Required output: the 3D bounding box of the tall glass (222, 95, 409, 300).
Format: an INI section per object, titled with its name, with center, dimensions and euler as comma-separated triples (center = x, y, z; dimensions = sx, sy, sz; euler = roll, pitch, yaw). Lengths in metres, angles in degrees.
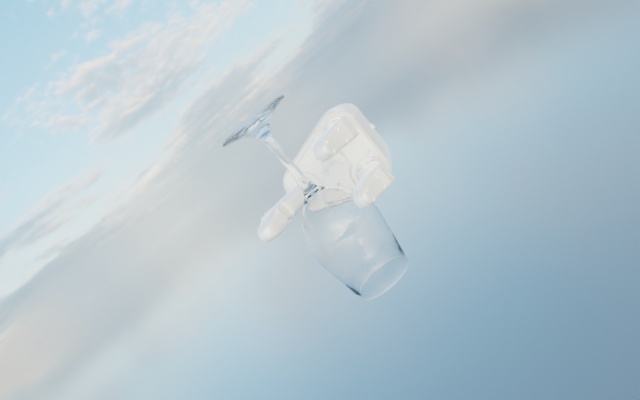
[tall glass]
center = 0.000, 0.001, 0.458
dimensions = 0.079, 0.201, 0.079
euler = -38, 8, 7
